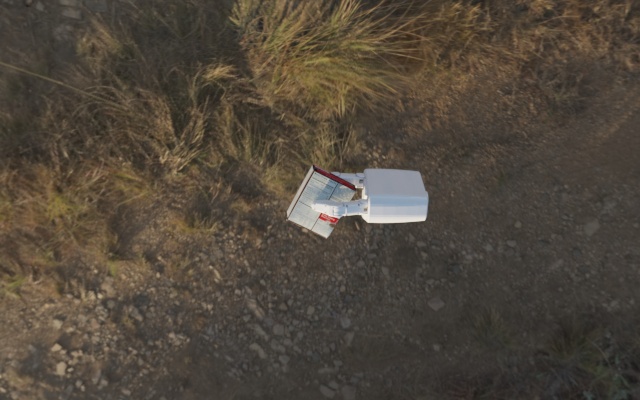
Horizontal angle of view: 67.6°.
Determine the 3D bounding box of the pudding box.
[{"bbox_3d":[0.000,0.003,0.877,0.090,0.113,0.039,26,16,-12],"label":"pudding box"}]
